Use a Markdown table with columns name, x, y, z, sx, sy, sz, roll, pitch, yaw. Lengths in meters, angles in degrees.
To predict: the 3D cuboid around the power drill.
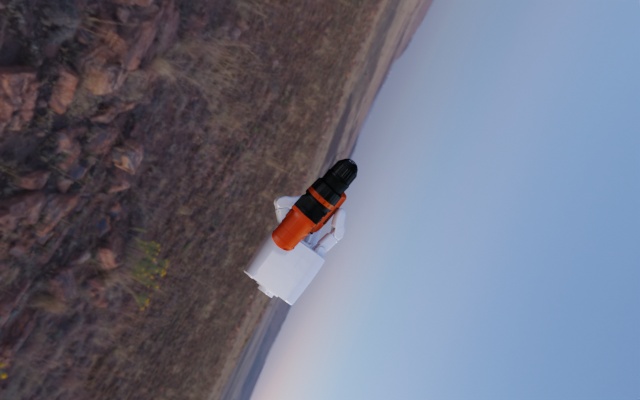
| name | x | y | z | sx | sy | sz | roll | pitch | yaw |
| --- | --- | --- | --- | --- | --- | --- | --- | --- | --- |
| power drill | 0.000 | 0.003 | 0.840 | 0.057 | 0.184 | 0.187 | 44 | 7 | 5 |
